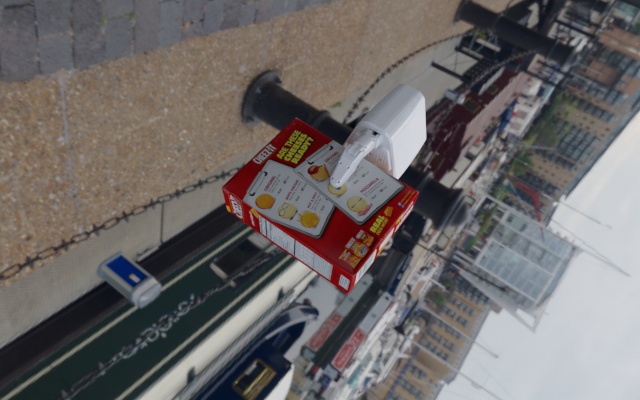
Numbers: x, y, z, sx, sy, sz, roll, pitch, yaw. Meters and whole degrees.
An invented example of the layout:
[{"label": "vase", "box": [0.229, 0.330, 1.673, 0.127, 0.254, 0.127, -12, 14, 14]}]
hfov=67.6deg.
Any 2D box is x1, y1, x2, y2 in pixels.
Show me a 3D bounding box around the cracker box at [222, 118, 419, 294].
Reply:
[{"label": "cracker box", "box": [0.000, 0.002, 0.663, 0.213, 0.164, 0.072, 33, -30, 16]}]
